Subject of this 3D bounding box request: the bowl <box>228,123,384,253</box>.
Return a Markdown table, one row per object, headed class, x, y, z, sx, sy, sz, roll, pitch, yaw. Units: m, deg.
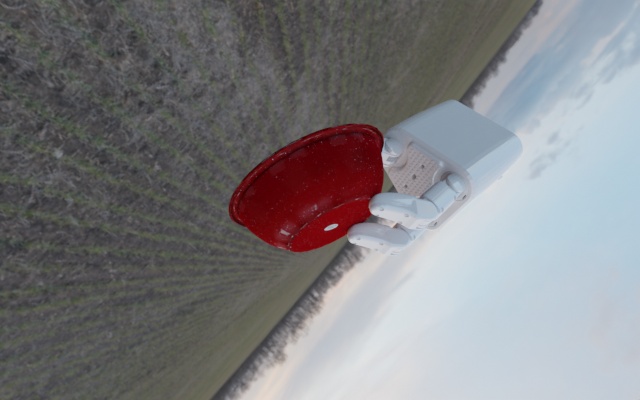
| class | x | y | z | sx | sy | sz | roll | pitch | yaw |
| --- | --- | --- | --- | --- | --- | --- | --- | --- | --- |
| bowl | -0.001 | 0.002 | 0.442 | 0.162 | 0.055 | 0.162 | -24 | -21 | -10 |
